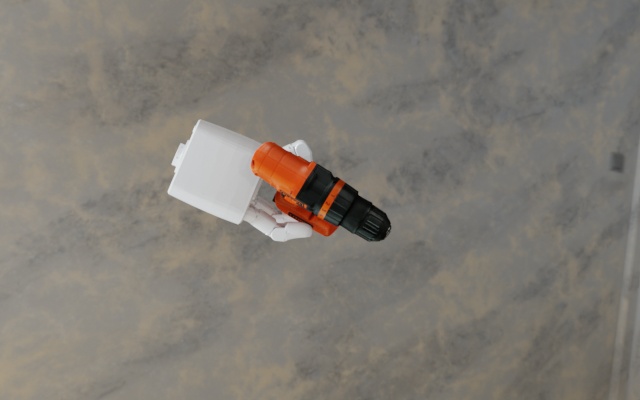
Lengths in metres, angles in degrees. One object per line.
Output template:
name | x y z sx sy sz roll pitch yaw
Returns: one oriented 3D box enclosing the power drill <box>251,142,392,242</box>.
power drill | 0.000 0.002 0.632 0.184 0.057 0.188 33 -10 4
